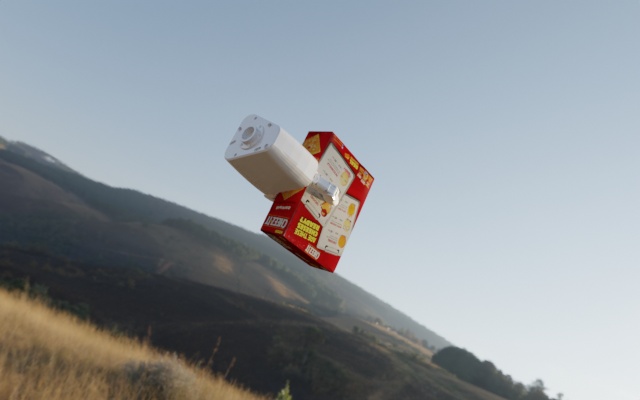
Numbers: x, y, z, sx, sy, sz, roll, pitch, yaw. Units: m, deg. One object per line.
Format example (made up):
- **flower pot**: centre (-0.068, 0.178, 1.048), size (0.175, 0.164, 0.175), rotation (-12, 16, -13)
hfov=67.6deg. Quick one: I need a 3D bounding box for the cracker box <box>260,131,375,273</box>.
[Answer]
- **cracker box**: centre (0.000, 0.003, 0.895), size (0.072, 0.213, 0.164), rotation (9, -24, 42)
